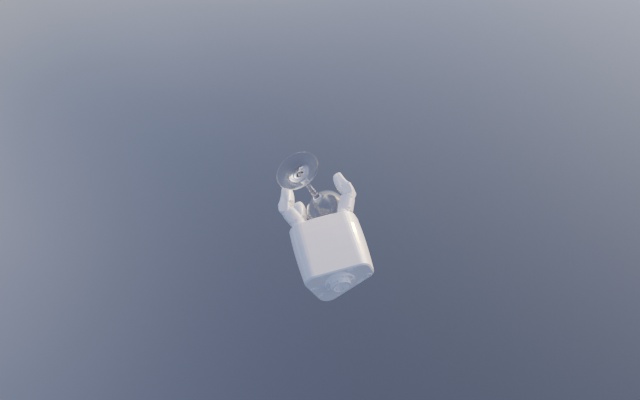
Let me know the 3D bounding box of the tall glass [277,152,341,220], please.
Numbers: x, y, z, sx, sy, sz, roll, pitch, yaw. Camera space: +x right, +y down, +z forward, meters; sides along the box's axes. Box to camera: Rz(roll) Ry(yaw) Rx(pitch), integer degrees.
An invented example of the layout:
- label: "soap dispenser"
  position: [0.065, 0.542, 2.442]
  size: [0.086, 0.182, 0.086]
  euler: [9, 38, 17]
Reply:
- label: "tall glass"
  position: [0.000, 0.002, 0.851]
  size: [0.079, 0.079, 0.201]
  euler: [0, -31, 27]
